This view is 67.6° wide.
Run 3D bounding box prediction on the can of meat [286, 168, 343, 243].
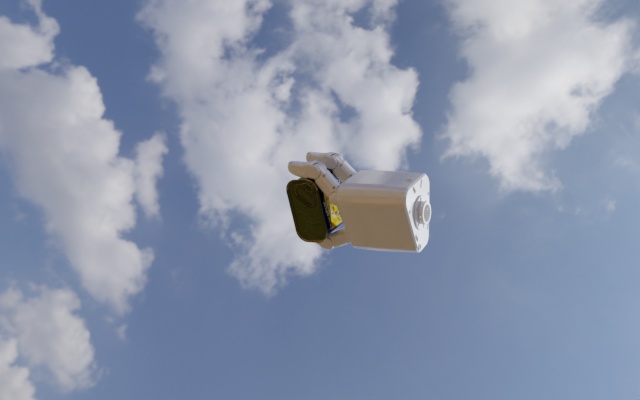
[{"bbox_3d":[0.000,0.002,0.747,0.057,0.102,0.084,-1,20,35],"label":"can of meat"}]
